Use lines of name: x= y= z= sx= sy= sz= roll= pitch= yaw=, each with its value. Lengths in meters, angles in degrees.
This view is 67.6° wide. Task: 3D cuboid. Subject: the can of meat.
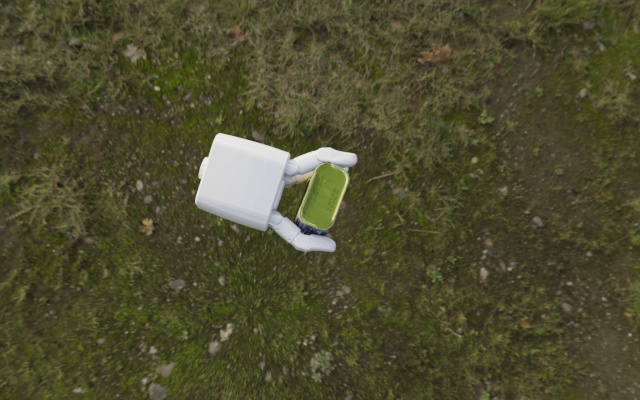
can of meat: x=0.000 y=0.002 z=0.698 sx=0.057 sy=0.102 sz=0.084 roll=21 pitch=-15 yaw=-2
